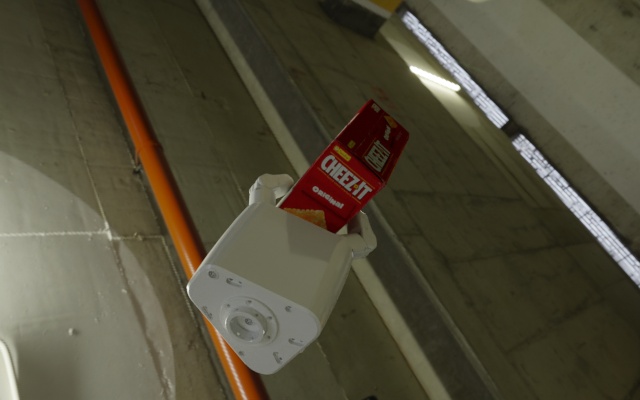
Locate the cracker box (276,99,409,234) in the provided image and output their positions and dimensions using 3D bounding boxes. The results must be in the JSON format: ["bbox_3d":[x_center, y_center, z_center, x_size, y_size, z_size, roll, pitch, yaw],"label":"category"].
[{"bbox_3d":[0.000,0.002,0.546,0.214,0.072,0.164,-48,4,30],"label":"cracker box"}]
